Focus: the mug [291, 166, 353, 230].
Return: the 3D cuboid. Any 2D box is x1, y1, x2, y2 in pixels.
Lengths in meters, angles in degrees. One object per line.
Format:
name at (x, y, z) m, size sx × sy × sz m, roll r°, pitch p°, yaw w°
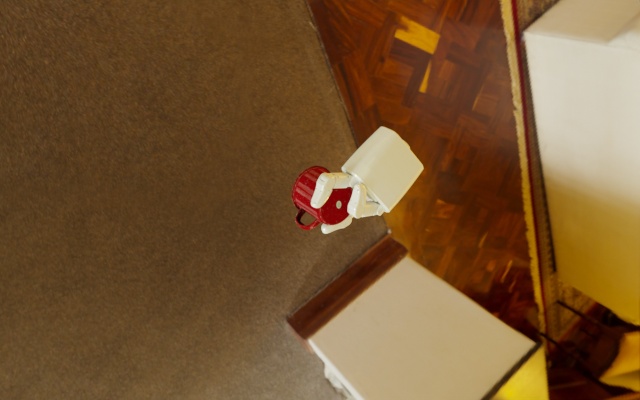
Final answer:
mug at (-0.001, 0.004, 0.861) m, size 0.081 × 0.117 × 0.093 m, roll 33°, pitch -9°, yaw 48°
